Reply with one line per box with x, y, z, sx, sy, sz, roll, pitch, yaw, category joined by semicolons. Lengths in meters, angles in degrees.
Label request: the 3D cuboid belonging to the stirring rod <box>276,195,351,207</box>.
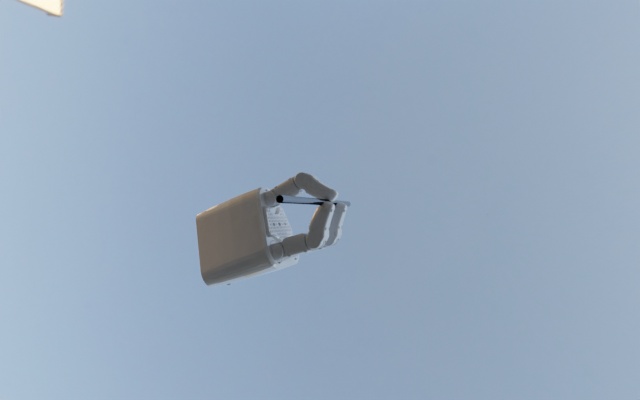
0.000;0.002;0.578;0.011;0.011;0.239;0;-2;19;stirring rod
